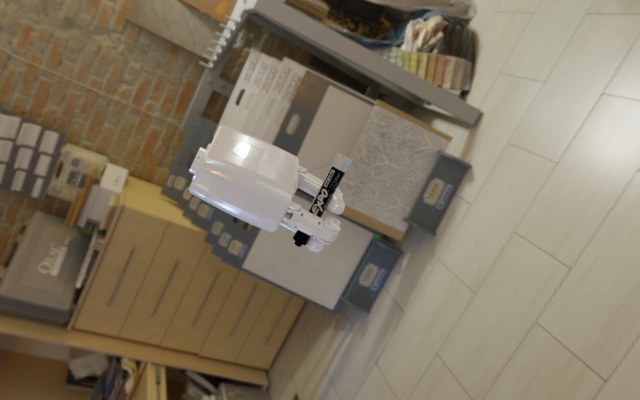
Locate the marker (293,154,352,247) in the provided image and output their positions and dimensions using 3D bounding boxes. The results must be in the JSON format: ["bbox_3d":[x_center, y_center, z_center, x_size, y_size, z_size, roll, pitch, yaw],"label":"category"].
[{"bbox_3d":[0.000,0.002,0.563,0.020,0.121,0.020,27,13,-7],"label":"marker"}]
